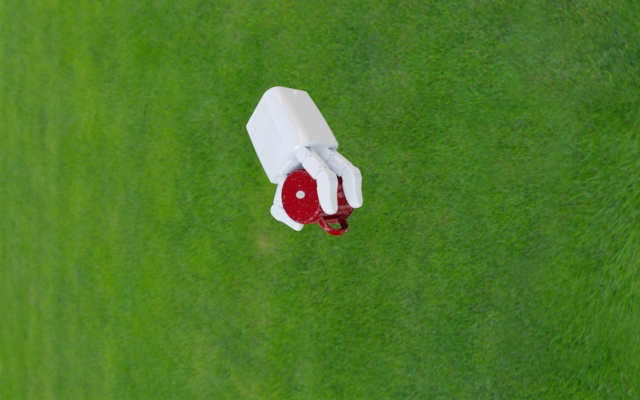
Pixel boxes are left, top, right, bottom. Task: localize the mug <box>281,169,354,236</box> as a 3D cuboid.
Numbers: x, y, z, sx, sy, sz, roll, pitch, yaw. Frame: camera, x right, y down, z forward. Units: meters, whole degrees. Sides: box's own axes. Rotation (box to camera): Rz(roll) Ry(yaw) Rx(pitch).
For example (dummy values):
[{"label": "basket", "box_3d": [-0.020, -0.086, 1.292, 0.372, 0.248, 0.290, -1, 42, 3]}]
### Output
[{"label": "mug", "box_3d": [0.001, 0.004, 0.717, 0.093, 0.117, 0.081, -40, -21, 34]}]
